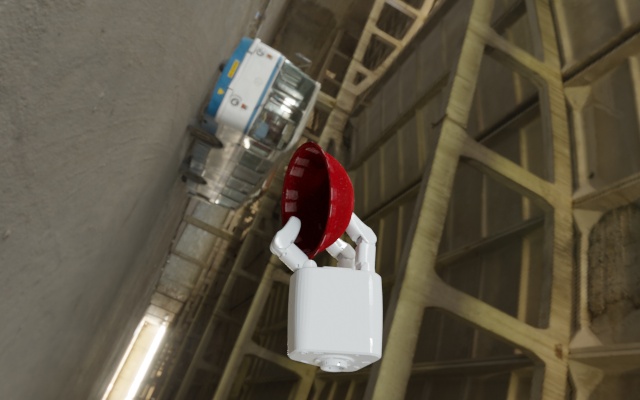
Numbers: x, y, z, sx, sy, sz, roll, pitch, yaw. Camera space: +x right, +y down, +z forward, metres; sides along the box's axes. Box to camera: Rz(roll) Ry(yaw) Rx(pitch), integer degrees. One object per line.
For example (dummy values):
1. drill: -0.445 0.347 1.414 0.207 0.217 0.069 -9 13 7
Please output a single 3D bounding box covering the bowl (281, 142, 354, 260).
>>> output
1. bowl: 0.000 0.001 0.660 0.055 0.162 0.162 3 -1 -27
